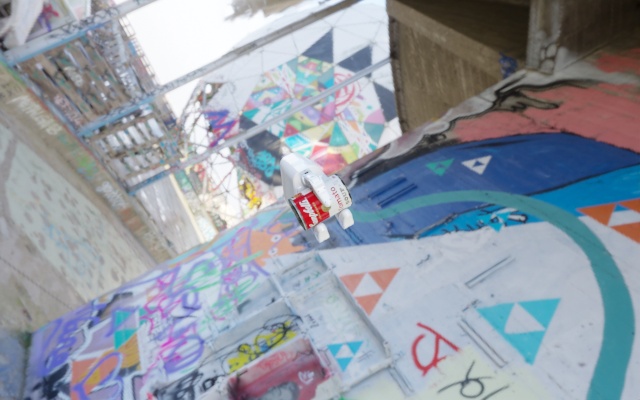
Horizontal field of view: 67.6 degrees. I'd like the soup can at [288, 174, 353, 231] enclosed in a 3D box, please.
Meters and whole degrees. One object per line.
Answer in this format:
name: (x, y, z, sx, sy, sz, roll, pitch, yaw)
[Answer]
soup can: (0.001, 0.003, 0.889, 0.102, 0.068, 0.068, -29, 5, -10)
